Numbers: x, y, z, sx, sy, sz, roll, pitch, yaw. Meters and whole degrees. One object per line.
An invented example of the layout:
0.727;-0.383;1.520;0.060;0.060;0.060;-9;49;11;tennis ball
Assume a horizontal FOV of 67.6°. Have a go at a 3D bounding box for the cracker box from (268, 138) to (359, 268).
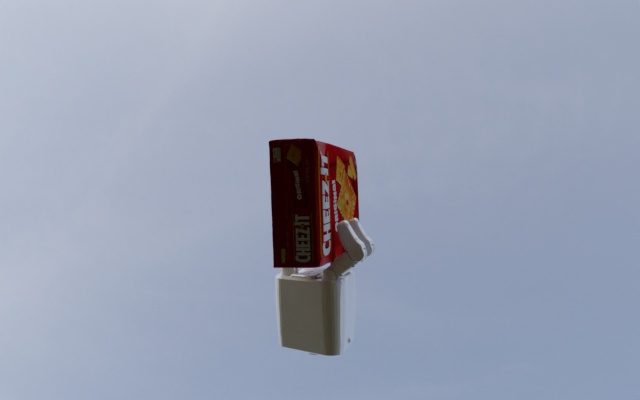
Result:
0.000;0.002;0.694;0.072;0.164;0.213;-2;0;17;cracker box
